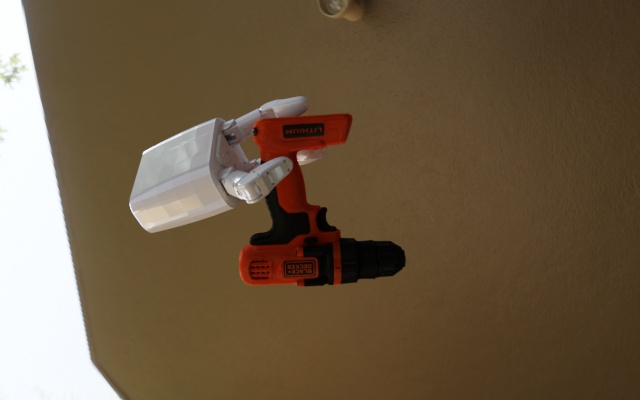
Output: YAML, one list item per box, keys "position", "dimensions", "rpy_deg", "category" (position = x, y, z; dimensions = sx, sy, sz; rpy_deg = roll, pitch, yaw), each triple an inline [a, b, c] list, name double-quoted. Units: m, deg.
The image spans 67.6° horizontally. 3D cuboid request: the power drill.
- position: [0.000, 0.001, 0.518]
  dimensions: [0.184, 0.187, 0.057]
  rpy_deg: [-3, 8, -4]
  category: "power drill"
